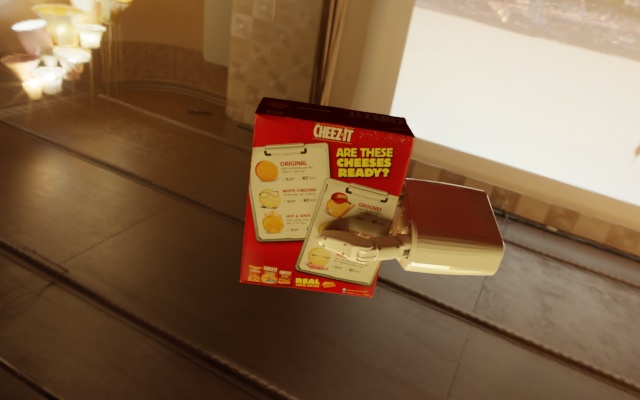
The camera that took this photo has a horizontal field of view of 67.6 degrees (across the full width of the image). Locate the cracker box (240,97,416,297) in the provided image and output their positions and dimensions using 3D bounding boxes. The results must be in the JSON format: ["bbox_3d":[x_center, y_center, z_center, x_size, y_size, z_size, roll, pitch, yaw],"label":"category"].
[{"bbox_3d":[0.000,0.002,0.549,0.164,0.214,0.072,8,28,-5],"label":"cracker box"}]
